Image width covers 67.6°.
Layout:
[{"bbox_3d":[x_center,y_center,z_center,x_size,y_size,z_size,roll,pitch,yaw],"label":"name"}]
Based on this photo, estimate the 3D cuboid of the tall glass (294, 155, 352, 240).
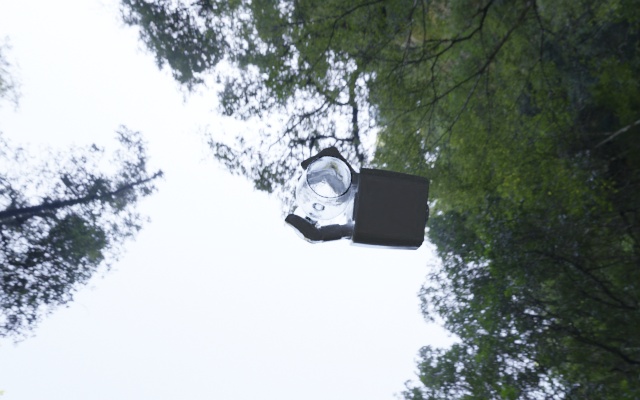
[{"bbox_3d":[0.000,0.003,0.719,0.079,0.079,0.201,0,-20,-7],"label":"tall glass"}]
